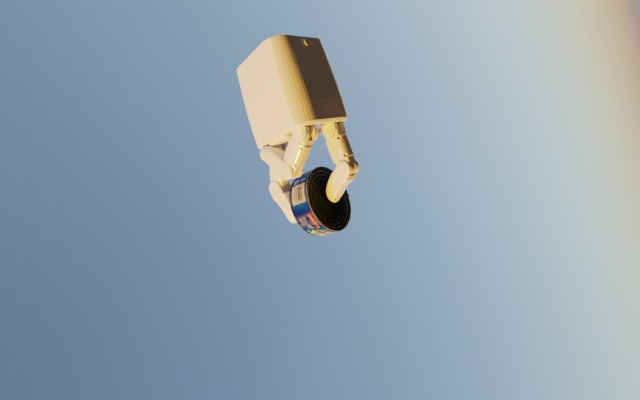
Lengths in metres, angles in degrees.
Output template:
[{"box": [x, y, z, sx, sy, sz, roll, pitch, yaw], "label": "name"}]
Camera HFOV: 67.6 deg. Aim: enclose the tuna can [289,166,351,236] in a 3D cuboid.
[{"box": [0.000, 0.002, 0.613, 0.034, 0.086, 0.086, -21, -13, 37], "label": "tuna can"}]
